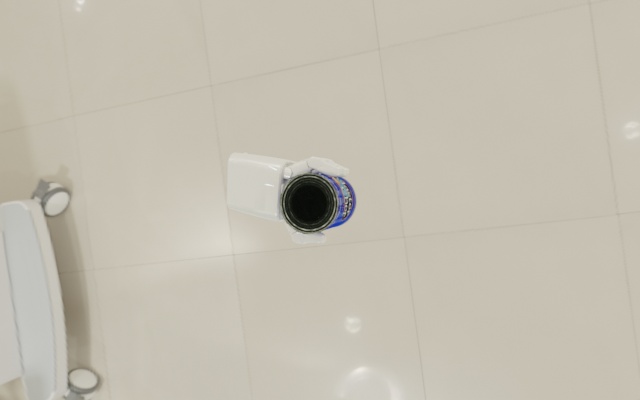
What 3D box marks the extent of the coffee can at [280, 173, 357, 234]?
[{"bbox_3d":[0.000,0.003,0.851,0.103,0.103,0.140,0,2,16],"label":"coffee can"}]
